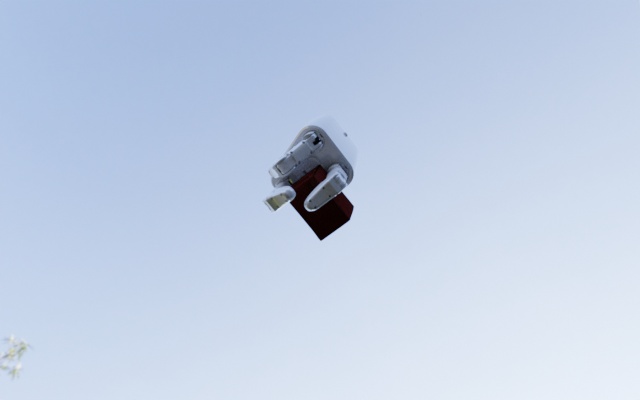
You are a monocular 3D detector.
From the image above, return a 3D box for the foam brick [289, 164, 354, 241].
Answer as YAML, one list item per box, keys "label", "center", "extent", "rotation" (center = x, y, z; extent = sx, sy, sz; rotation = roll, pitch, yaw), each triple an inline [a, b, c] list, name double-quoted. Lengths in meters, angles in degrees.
- label: "foam brick"
  center: [0.000, 0.002, 0.634]
  extent: [0.053, 0.078, 0.051]
  rotation: [-35, 10, 20]
